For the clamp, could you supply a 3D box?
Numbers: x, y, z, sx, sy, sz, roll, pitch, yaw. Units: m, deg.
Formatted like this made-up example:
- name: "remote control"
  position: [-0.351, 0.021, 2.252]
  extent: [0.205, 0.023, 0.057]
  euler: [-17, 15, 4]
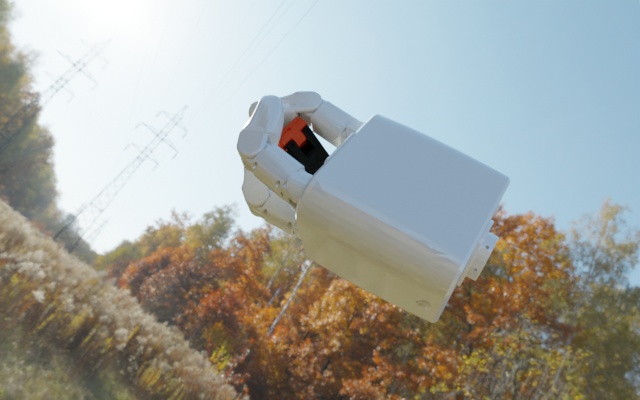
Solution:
- name: "clamp"
  position: [0.000, 0.001, 0.419]
  extent: [0.120, 0.039, 0.172]
  euler: [28, -22, 19]
